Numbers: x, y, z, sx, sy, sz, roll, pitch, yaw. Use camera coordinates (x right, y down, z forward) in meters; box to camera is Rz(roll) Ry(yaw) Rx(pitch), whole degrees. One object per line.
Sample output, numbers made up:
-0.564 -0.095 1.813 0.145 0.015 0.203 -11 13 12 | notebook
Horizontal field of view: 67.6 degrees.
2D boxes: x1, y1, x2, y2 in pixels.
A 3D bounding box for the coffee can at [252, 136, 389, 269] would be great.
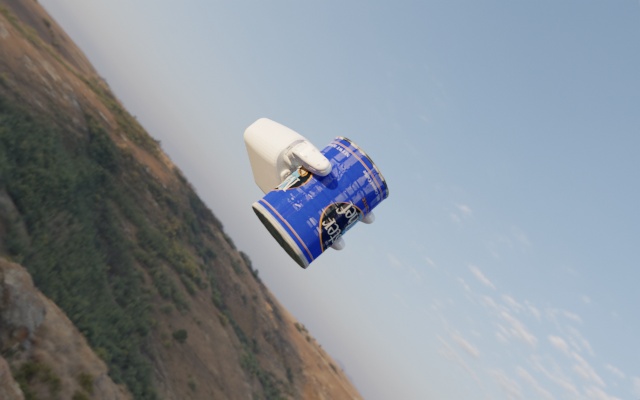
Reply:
0.000 0.002 0.600 0.140 0.103 0.103 -40 10 -12 | coffee can
